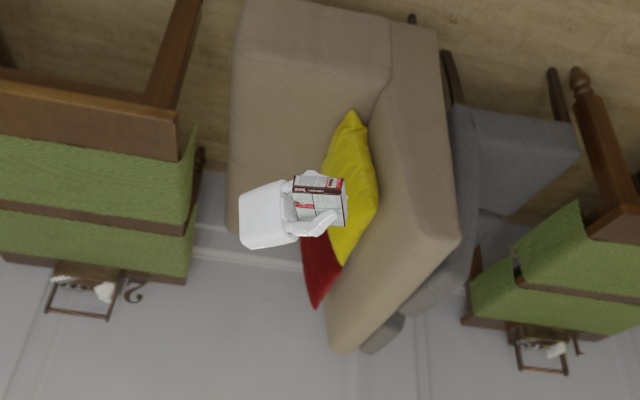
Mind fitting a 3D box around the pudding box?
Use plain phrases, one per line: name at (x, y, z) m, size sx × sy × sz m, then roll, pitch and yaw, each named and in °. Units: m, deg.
pudding box at (0.000, 0.003, 0.849) m, size 0.090 × 0.039 × 0.114 m, roll 3°, pitch -31°, yaw 9°
